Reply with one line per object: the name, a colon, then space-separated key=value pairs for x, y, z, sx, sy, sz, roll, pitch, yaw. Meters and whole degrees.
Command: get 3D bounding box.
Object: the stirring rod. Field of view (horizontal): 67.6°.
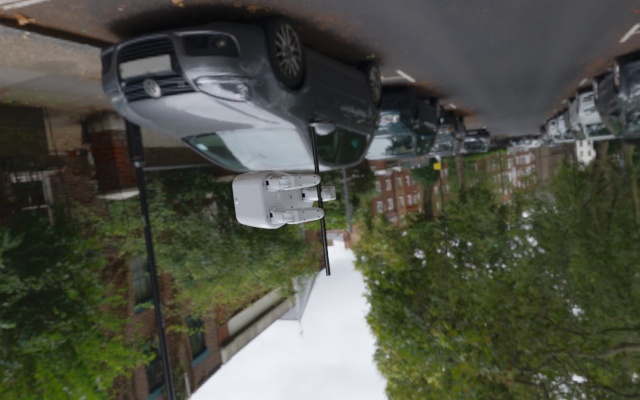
stirring rod: x=0.000 y=0.002 z=0.766 sx=0.011 sy=0.239 sz=0.011 roll=-6 pitch=5 yaw=0
